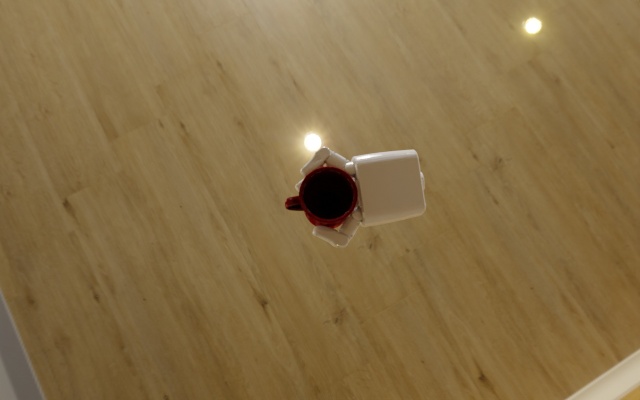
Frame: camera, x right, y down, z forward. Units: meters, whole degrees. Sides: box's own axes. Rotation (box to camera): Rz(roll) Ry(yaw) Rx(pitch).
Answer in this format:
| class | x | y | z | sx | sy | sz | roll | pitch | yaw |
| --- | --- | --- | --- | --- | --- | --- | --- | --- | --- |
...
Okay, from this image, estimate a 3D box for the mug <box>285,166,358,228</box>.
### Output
| class | x | y | z | sx | sy | sz | roll | pitch | yaw |
| --- | --- | --- | --- | --- | --- | --- | --- | --- | --- |
| mug | -0.001 | 0.003 | 0.786 | 0.117 | 0.093 | 0.081 | -9 | -15 | -3 |
